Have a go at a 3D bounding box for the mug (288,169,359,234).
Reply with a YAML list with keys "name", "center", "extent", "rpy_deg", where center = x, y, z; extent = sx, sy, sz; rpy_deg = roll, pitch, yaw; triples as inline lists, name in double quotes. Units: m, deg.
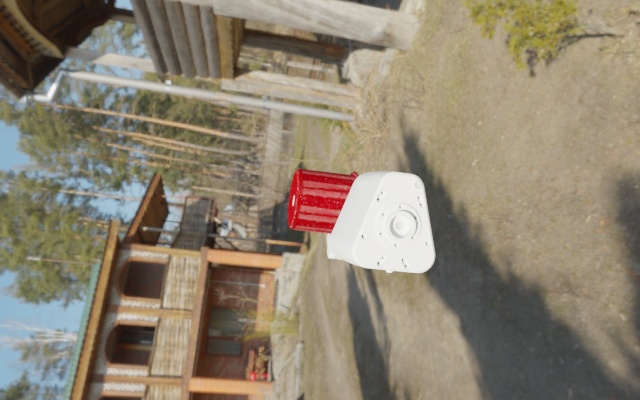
- name: "mug"
  center: [0.000, 0.002, 0.652]
  extent: [0.081, 0.093, 0.117]
  rpy_deg: [7, 0, -11]
